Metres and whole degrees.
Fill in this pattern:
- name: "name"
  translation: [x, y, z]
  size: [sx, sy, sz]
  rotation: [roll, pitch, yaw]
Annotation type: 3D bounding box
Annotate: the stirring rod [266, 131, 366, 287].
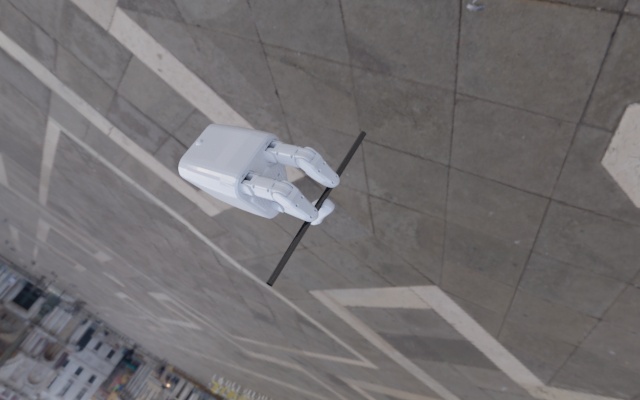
- name: "stirring rod"
  translation: [0.000, 0.002, 0.584]
  size: [0.011, 0.239, 0.011]
  rotation: [25, -27, 14]
